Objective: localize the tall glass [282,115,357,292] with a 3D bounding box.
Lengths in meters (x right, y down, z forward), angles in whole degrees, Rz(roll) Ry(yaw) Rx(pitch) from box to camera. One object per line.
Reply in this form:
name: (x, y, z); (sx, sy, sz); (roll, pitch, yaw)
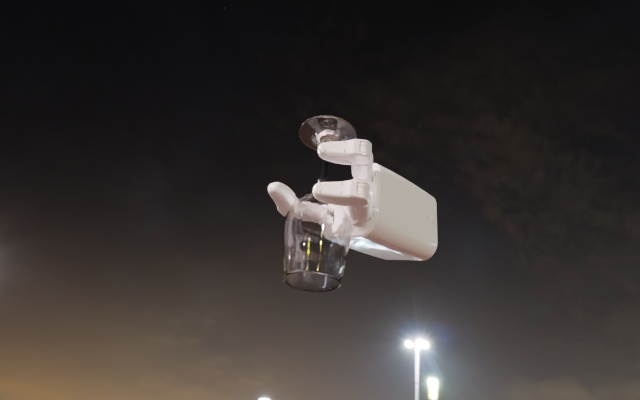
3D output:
tall glass: (0.000, 0.001, 0.560); (0.079, 0.201, 0.079); (5, -30, 3)
